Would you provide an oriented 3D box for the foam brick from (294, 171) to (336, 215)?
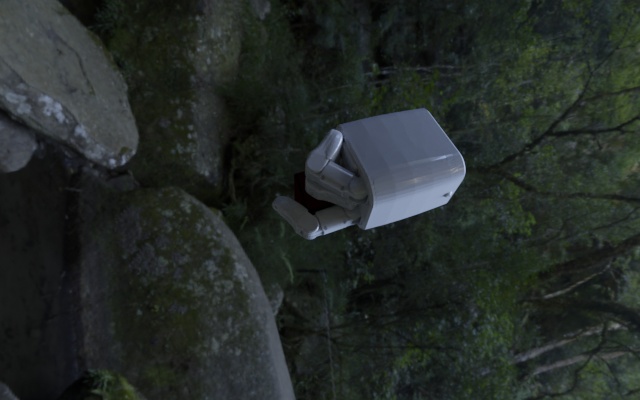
[{"bbox_3d":[0.000,0.002,0.564,0.051,0.053,0.078,-15,-23,-10],"label":"foam brick"}]
